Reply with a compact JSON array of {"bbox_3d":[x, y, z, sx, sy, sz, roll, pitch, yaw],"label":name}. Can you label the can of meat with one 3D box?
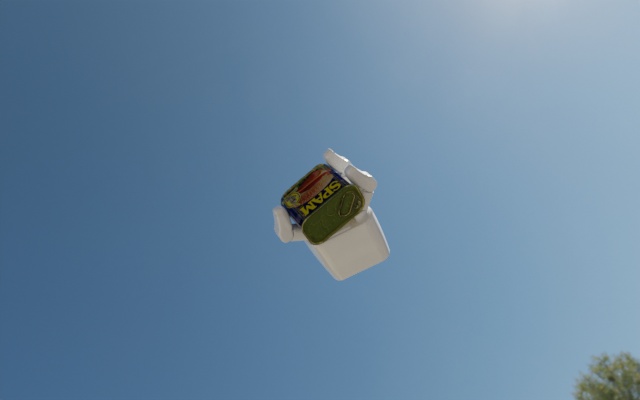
[{"bbox_3d":[0.000,0.002,0.705,0.084,0.102,0.057,44,-8,48],"label":"can of meat"}]
